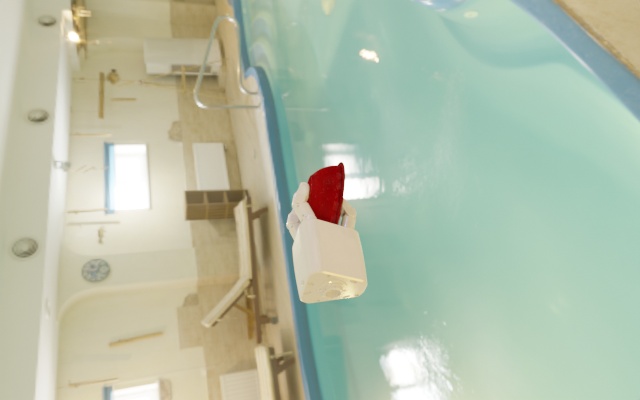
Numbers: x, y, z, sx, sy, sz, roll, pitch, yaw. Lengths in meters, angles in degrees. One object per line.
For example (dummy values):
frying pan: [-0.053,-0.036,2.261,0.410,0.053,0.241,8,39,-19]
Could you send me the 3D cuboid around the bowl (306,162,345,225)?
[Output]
bowl: [0.000,0.002,0.887,0.055,0.162,0.162,10,-2,-8]
